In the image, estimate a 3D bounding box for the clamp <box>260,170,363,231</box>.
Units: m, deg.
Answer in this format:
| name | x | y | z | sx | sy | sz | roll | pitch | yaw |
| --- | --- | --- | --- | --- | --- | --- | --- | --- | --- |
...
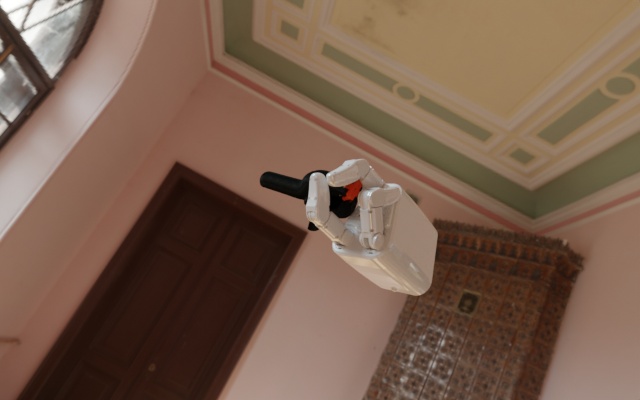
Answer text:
| name | x | y | z | sx | sy | sz | roll | pitch | yaw |
| --- | --- | --- | --- | --- | --- | --- | --- | --- | --- |
| clamp | 0.000 | 0.002 | 0.654 | 0.171 | 0.039 | 0.120 | 3 | -33 | 50 |
